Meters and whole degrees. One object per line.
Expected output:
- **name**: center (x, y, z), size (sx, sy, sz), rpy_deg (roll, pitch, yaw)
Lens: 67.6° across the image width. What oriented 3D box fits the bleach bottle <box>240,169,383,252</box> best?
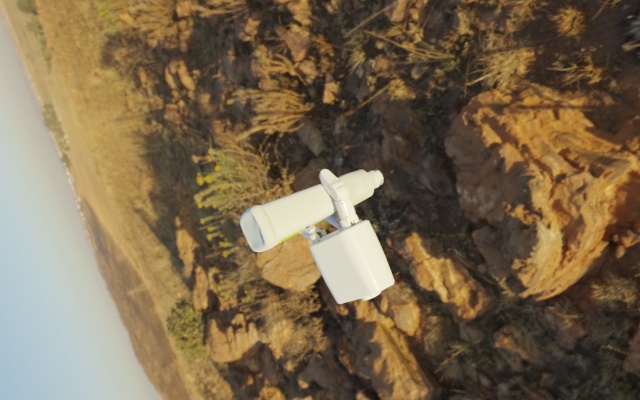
- **bleach bottle**: center (0.000, 0.003, 0.771), size (0.251, 0.068, 0.102), rpy_deg (-24, -3, -25)
